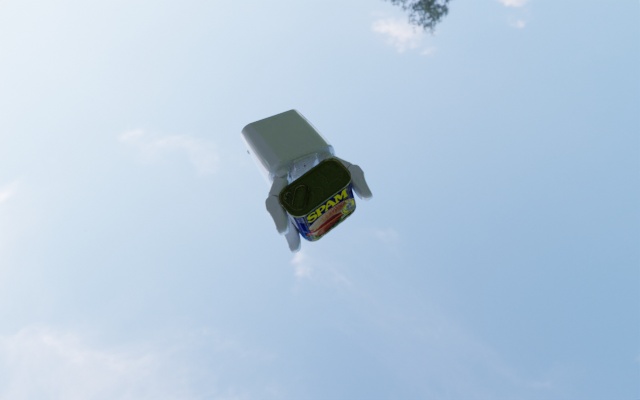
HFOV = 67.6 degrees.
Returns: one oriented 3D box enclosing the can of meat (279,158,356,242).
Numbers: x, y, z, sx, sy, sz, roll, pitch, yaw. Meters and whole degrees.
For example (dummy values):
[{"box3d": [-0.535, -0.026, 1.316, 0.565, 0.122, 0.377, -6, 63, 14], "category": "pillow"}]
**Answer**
[{"box3d": [0.000, 0.002, 0.685, 0.102, 0.057, 0.084, -36, -32, -10], "category": "can of meat"}]
